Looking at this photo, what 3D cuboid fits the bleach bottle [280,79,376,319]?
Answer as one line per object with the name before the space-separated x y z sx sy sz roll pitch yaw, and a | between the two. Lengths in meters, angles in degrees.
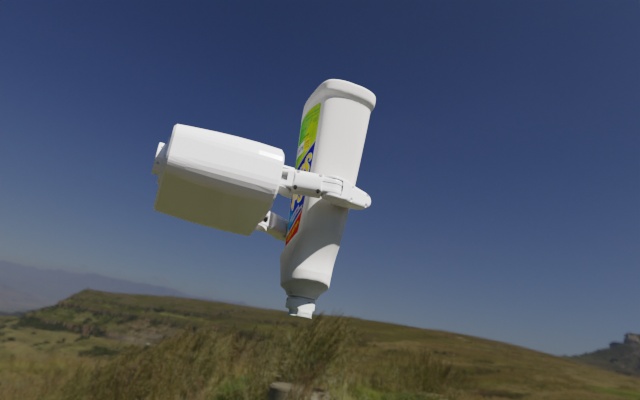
bleach bottle | 0.000 0.002 0.527 0.068 0.250 0.102 15 -17 -18
